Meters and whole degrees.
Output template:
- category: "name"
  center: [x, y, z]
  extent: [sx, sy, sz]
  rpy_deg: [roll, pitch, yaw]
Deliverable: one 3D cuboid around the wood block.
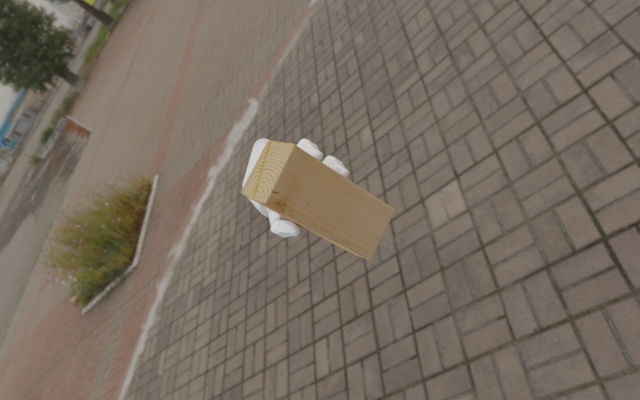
- category: "wood block"
  center: [0.000, 0.002, 0.715]
  extent: [0.206, 0.091, 0.090]
  rpy_deg: [30, -7, -32]
